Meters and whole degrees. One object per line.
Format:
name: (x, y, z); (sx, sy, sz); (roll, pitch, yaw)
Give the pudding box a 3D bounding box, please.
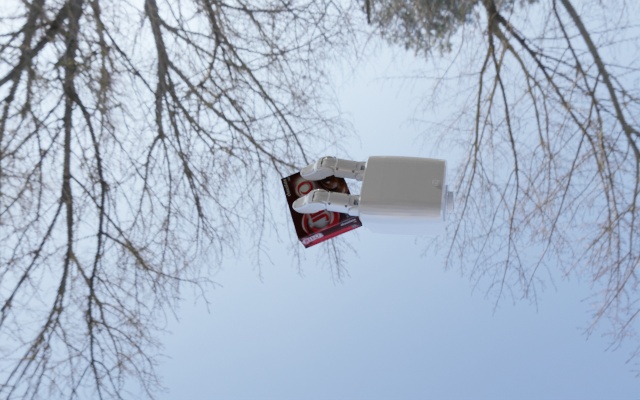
pudding box: (0.000, 0.002, 0.687); (0.090, 0.113, 0.039); (-22, -36, 4)
